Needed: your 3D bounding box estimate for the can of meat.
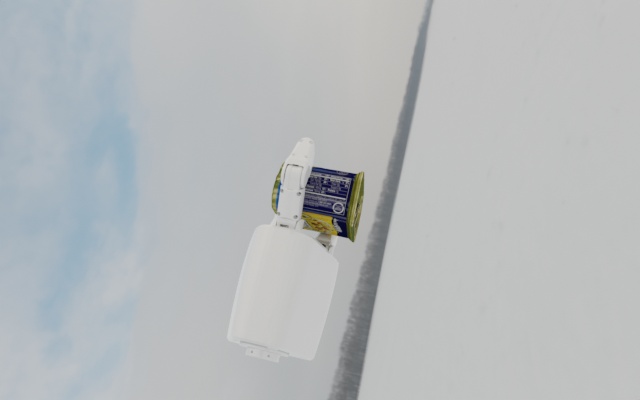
[{"bbox_3d":[0.000,0.001,0.504,0.084,0.057,0.102,10,-17,8],"label":"can of meat"}]
